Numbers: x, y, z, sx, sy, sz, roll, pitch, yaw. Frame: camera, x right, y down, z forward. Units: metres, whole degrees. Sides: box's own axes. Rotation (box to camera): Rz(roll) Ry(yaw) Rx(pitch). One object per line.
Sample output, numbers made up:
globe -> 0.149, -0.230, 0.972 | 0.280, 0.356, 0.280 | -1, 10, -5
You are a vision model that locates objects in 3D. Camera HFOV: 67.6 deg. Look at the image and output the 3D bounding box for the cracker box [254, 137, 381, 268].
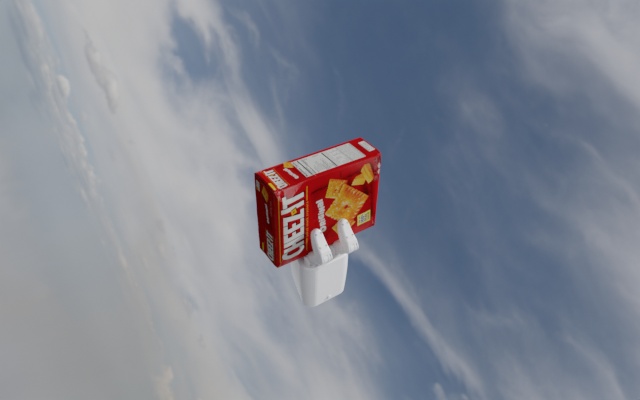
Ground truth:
cracker box -> 0.000, 0.003, 0.821 | 0.213, 0.164, 0.072 | -22, 43, -27
